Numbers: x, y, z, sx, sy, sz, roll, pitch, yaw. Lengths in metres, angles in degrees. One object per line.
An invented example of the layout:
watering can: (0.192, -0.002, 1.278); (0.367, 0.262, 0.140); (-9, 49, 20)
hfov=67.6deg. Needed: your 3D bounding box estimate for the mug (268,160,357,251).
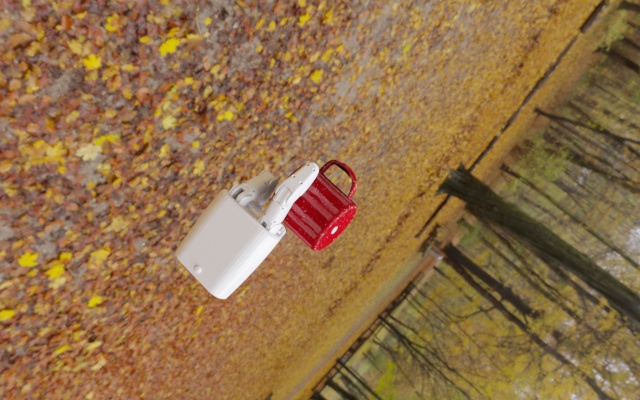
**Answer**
mug: (0.001, 0.001, 0.617); (0.081, 0.117, 0.093); (43, 7, 16)
